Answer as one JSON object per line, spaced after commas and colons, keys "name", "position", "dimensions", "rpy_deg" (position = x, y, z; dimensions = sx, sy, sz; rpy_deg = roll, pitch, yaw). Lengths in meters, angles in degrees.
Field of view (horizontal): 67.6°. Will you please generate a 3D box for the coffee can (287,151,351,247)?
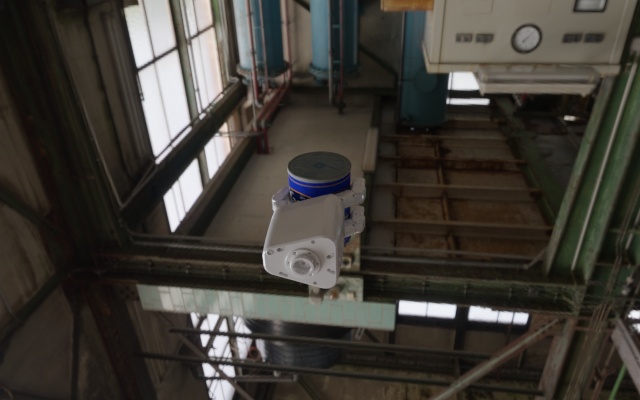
{"name": "coffee can", "position": [0.000, 0.002, 0.798], "dimensions": [0.103, 0.140, 0.102], "rpy_deg": [-2, 30, 1]}
